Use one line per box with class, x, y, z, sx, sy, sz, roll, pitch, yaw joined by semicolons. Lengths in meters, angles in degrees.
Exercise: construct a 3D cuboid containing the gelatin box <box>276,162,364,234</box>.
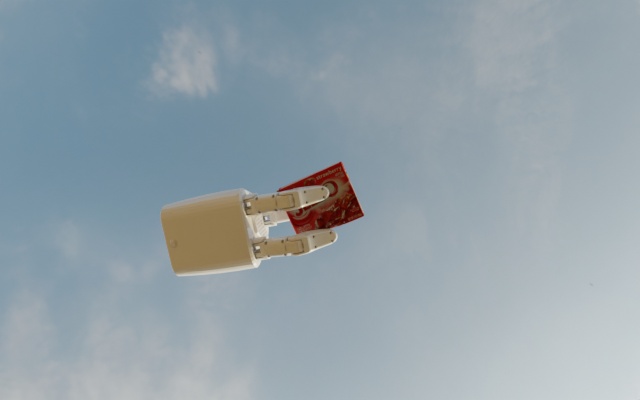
gelatin box;0.000;0.002;0.595;0.089;0.073;0.030;-23;6;5
